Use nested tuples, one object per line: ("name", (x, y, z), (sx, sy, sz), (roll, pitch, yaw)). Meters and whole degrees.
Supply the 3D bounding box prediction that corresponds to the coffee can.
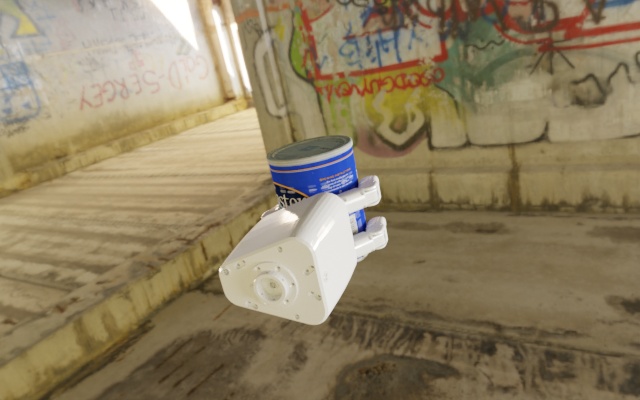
("coffee can", (0.000, 0.002, 0.582), (0.103, 0.140, 0.102), (-11, 19, 4))
